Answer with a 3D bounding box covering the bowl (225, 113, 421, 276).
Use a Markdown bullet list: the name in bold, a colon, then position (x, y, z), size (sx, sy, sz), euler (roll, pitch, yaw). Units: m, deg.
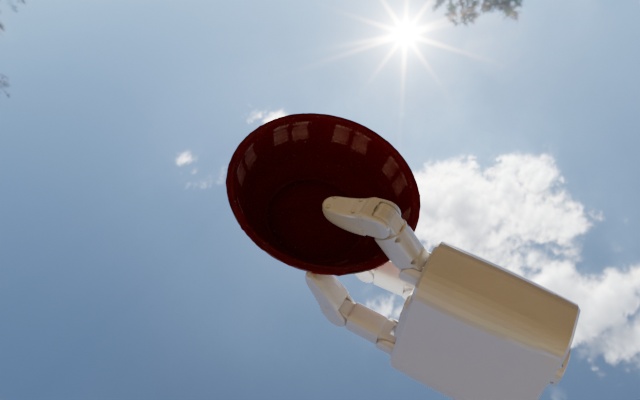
- **bowl**: position (-0.001, 0.001, 0.411), size (0.162, 0.162, 0.055), euler (0, -34, -13)
